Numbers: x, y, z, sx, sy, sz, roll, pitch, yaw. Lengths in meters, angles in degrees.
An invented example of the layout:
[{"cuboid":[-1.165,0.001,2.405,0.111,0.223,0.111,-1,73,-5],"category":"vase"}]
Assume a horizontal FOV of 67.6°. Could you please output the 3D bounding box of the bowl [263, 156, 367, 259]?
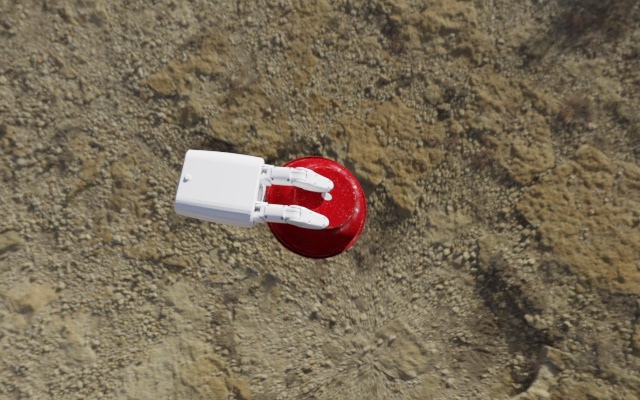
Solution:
[{"cuboid":[0.002,0.002,0.701,0.162,0.162,0.055,0,-15,-16],"category":"bowl"}]
